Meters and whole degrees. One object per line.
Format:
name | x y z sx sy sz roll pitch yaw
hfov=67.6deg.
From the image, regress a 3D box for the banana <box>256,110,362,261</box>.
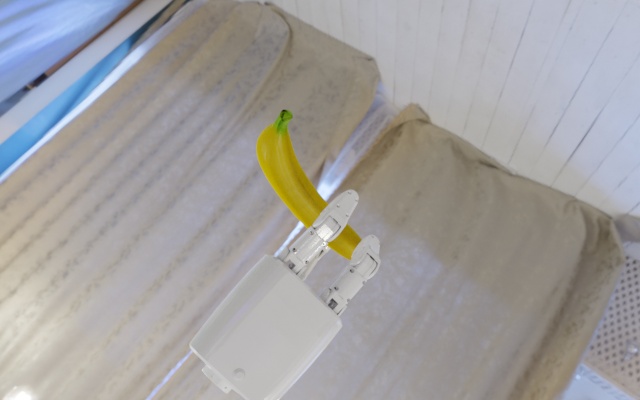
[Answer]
banana | -0.013 -0.004 0.490 0.037 0.198 0.069 -46 33 -21
